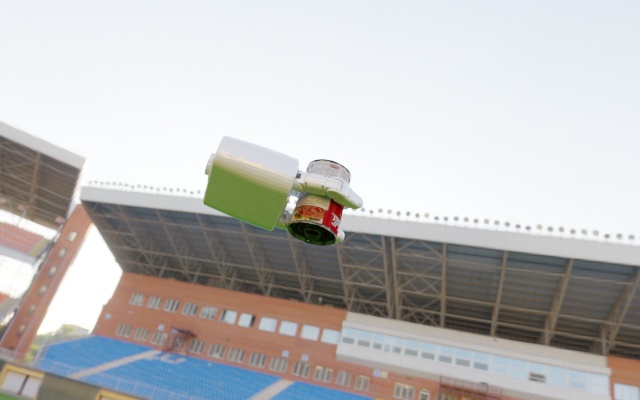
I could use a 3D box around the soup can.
[{"bbox_3d":[0.001,0.002,0.661,0.068,0.102,0.068,12,-28,7],"label":"soup can"}]
